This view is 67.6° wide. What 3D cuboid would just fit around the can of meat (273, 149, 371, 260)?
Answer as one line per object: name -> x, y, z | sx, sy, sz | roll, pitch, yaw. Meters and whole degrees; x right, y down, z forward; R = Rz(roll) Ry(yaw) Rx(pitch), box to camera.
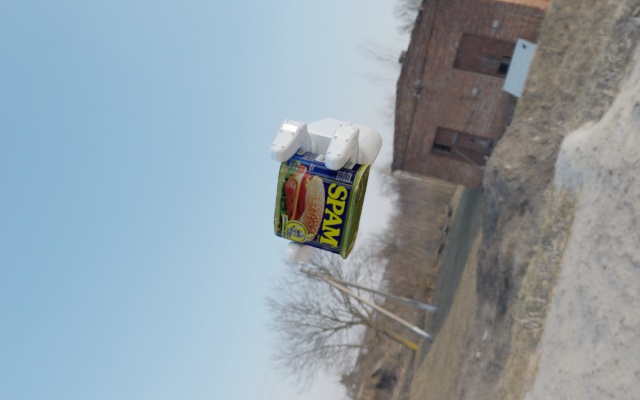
can of meat -> 0.000, 0.002, 0.507 | 0.084, 0.102, 0.057 | 15, 25, 13
